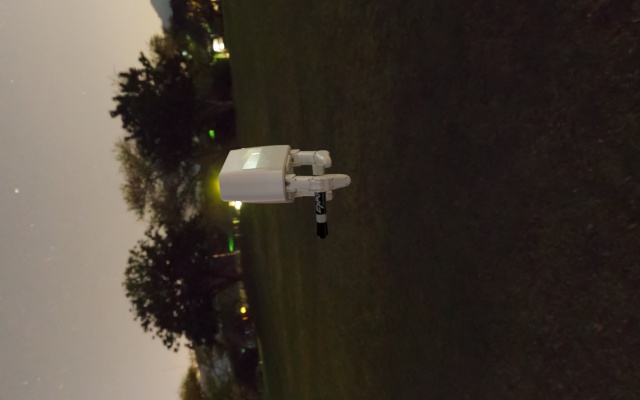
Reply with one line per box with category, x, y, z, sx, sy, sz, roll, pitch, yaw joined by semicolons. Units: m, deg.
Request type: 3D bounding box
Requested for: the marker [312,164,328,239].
marker;0.000;0.003;0.761;0.020;0.121;0.020;-3;14;1
